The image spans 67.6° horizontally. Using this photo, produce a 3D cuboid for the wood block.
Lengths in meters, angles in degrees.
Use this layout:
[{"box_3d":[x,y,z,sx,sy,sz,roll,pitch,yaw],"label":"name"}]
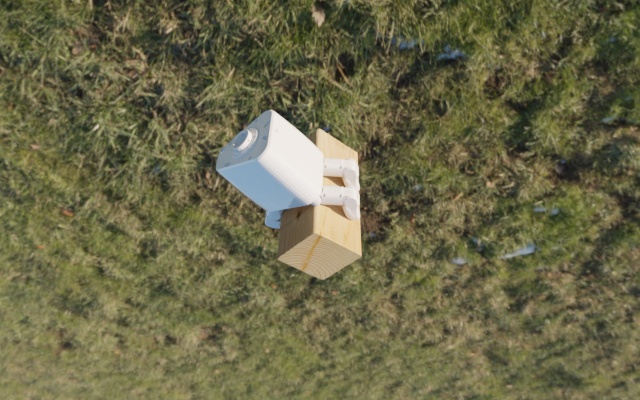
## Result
[{"box_3d":[0.000,0.003,0.742,0.090,0.206,0.091,29,-46,-29],"label":"wood block"}]
